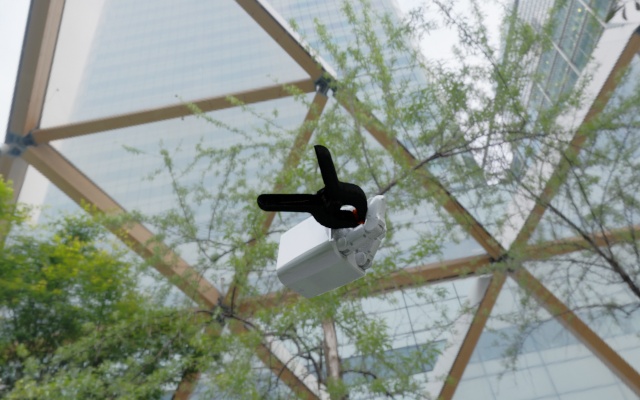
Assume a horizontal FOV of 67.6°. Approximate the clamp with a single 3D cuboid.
[{"bbox_3d":[0.000,0.002,0.652,0.120,0.039,0.171,-29,-44,20],"label":"clamp"}]
